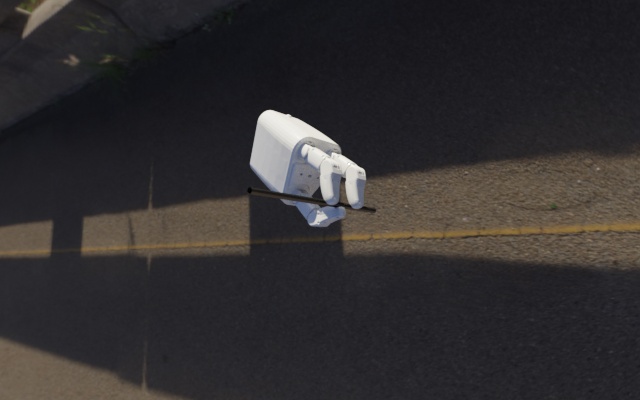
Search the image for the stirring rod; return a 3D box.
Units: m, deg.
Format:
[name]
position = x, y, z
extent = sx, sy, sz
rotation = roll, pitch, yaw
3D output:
[stirring rod]
position = 0.000, 0.002, 0.628
extent = 0.011, 0.011, 0.239
rotation = 0, -6, 42
